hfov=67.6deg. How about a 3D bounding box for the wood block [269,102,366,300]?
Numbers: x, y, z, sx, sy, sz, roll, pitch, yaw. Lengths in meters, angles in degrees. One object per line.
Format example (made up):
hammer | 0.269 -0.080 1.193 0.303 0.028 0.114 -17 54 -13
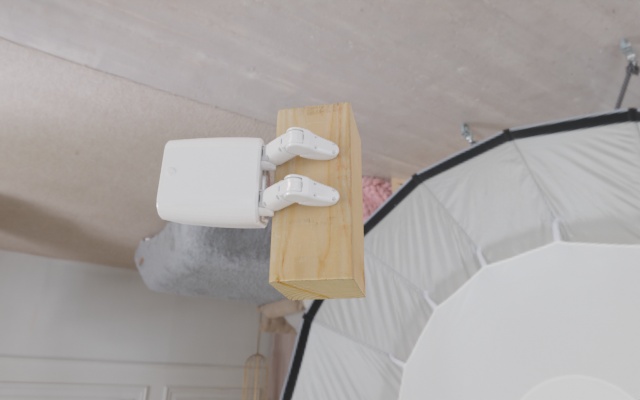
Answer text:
wood block | 0.000 0.002 0.549 0.090 0.206 0.091 -4 -24 11
